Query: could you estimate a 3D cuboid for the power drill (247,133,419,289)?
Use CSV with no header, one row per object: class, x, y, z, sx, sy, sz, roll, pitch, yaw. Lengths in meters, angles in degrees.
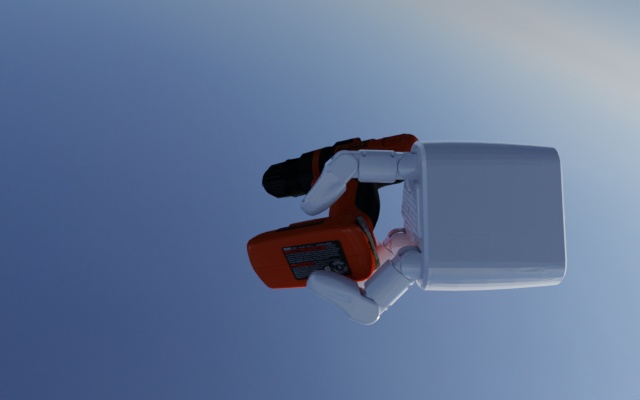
power drill,0.000,0.002,0.458,0.184,0.057,0.187,-11,29,25
